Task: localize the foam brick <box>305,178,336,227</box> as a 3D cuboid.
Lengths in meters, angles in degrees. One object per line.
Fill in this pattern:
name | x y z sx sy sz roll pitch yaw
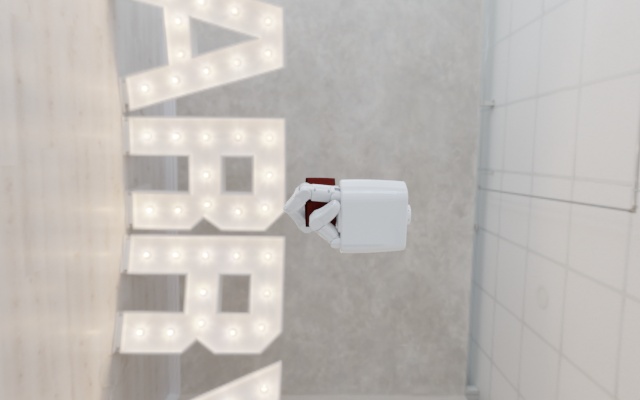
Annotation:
foam brick | 0.000 0.002 0.804 0.051 0.053 0.078 -1 34 0
